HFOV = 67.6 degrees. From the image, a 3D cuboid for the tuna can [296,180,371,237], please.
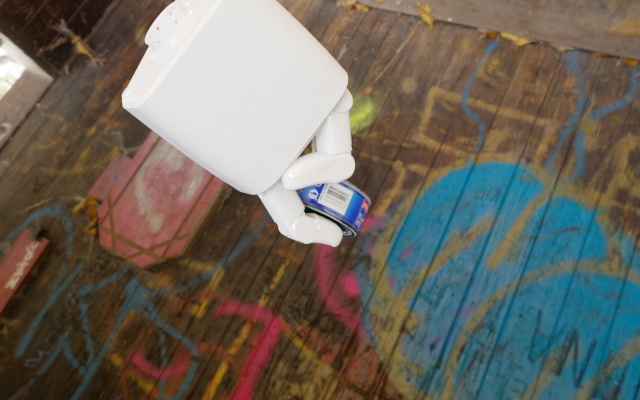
[{"bbox_3d":[0.000,0.002,0.431,0.086,0.033,0.086,22,-13,5],"label":"tuna can"}]
